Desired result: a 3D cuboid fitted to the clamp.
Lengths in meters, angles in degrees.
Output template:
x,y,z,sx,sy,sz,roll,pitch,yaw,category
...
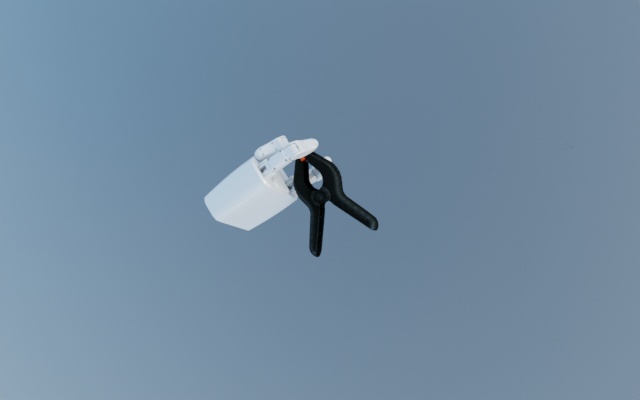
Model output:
x,y,z,sx,sy,sz,roll,pitch,yaw,category
0.000,0.002,0.752,0.120,0.171,0.039,-35,-9,14,clamp
